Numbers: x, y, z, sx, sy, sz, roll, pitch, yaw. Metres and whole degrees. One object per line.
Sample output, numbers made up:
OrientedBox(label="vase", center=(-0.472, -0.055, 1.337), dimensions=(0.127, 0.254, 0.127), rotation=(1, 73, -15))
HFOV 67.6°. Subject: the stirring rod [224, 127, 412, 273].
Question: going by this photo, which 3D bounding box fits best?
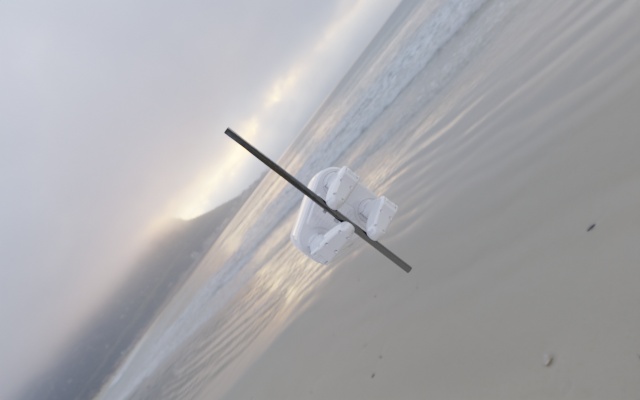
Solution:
OrientedBox(label="stirring rod", center=(0.000, 0.002, 0.495), dimensions=(0.239, 0.011, 0.011), rotation=(37, -5, -7))
